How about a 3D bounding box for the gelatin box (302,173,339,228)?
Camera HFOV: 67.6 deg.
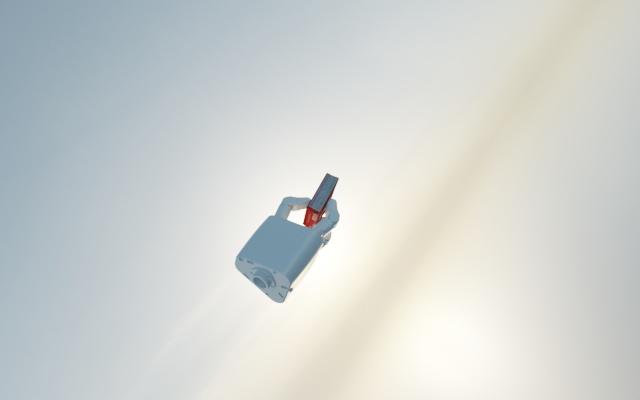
[{"bbox_3d":[0.000,0.002,0.900,0.030,0.089,0.073,26,-29,4],"label":"gelatin box"}]
